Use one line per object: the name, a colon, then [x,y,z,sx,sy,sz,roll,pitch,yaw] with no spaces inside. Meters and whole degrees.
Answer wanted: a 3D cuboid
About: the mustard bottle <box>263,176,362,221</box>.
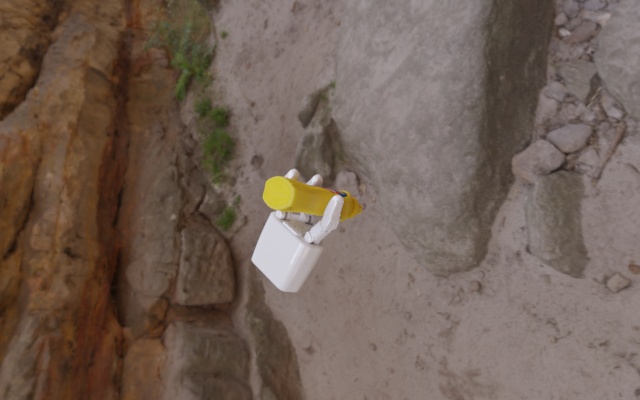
mustard bottle: [0.000,0.002,0.855,0.191,0.058,0.096,12,0,-37]
